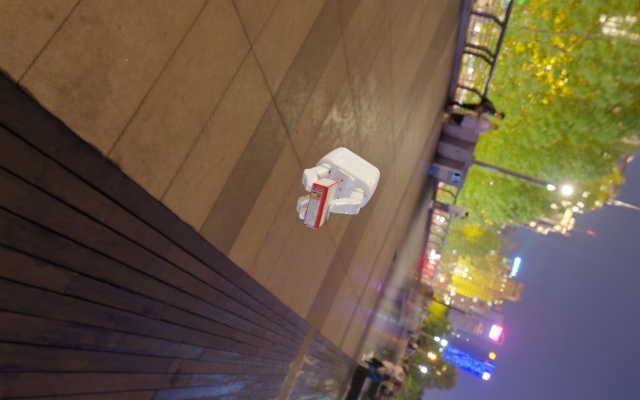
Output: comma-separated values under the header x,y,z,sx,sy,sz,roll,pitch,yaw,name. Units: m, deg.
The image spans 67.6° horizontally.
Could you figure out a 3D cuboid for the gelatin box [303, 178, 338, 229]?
x,y,z,sx,sy,sz,roll,pitch,yaw,name
0.000,0.003,0.813,0.030,0.073,0.089,17,12,9,gelatin box
